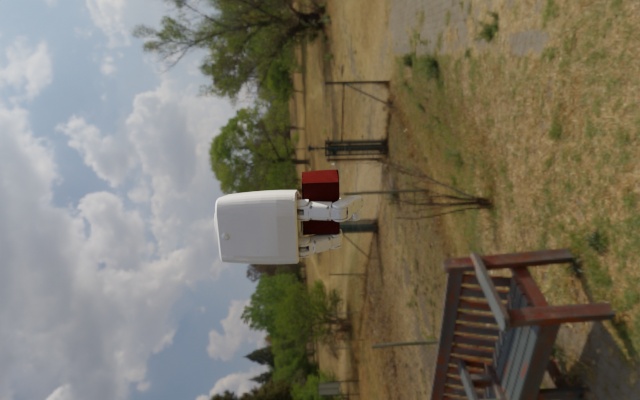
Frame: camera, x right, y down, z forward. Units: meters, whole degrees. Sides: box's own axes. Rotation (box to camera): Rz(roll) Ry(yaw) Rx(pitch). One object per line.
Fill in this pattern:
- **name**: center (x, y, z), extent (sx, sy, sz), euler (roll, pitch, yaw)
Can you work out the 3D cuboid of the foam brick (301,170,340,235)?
- **foam brick**: center (0.000, 0.002, 0.658), extent (0.051, 0.078, 0.053), euler (-1, 21, 0)
